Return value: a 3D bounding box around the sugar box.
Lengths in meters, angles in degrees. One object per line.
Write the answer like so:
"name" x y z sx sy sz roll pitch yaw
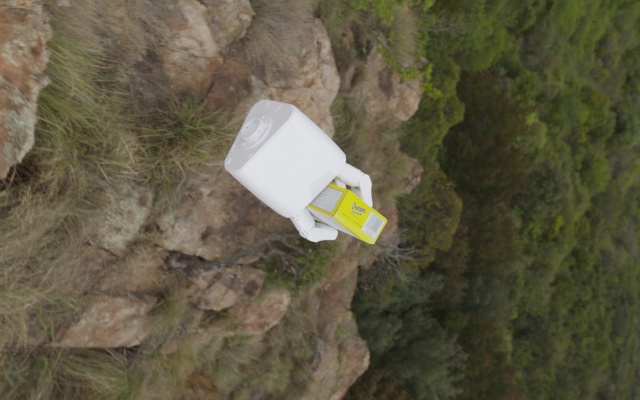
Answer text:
"sugar box" 0.000 0.002 0.675 0.093 0.048 0.176 37 -8 -41
